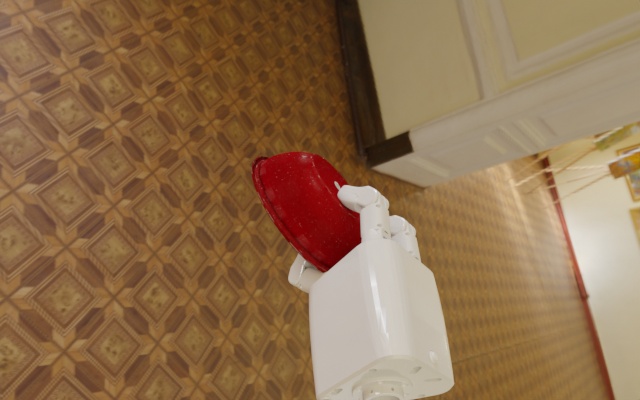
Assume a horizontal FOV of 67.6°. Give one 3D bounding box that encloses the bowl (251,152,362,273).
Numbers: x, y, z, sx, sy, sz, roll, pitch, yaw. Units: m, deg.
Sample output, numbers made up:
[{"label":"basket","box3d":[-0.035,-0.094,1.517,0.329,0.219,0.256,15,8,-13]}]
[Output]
[{"label":"bowl","box3d":[0.000,0.000,0.521,0.055,0.162,0.162,-38,-12,16]}]
